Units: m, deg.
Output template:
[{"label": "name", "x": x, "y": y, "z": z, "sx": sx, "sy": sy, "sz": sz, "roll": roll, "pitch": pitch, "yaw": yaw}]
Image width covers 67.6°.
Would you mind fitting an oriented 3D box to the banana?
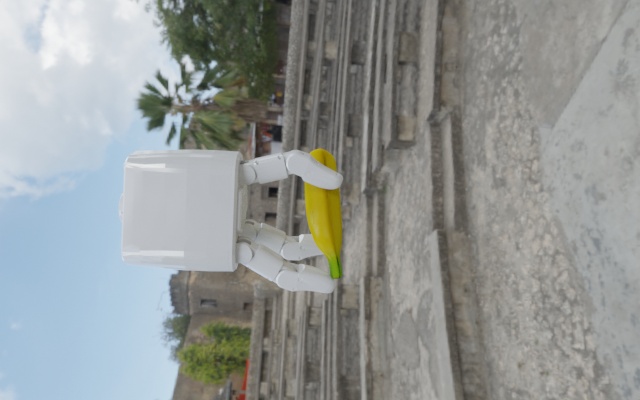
[{"label": "banana", "x": 0.001, "y": -0.010, "z": 0.526, "sx": 0.037, "sy": 0.070, "sz": 0.197, "roll": 0, "pitch": 41, "yaw": -3}]
